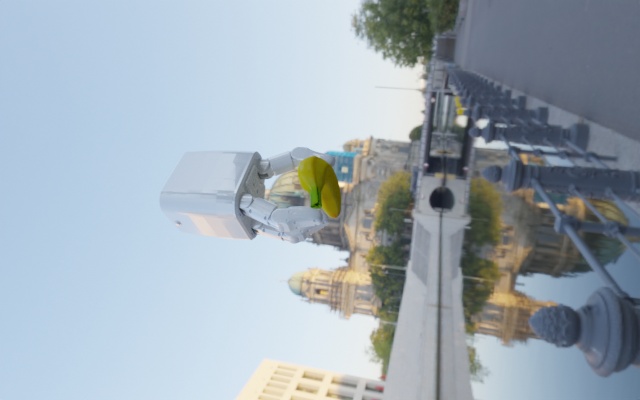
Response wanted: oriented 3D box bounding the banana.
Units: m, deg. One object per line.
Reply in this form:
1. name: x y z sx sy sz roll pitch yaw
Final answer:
1. banana: 0.000 -0.017 0.602 0.037 0.069 0.198 -1 -5 10
